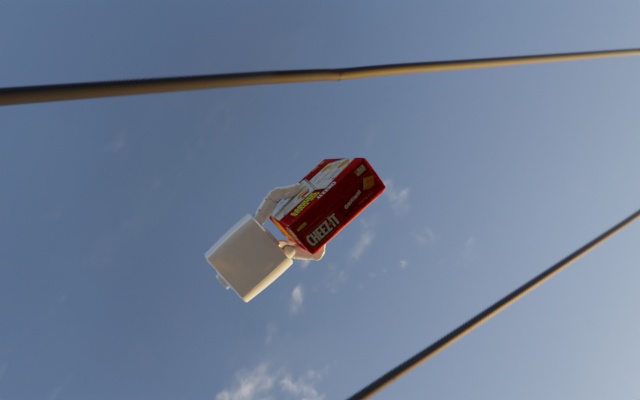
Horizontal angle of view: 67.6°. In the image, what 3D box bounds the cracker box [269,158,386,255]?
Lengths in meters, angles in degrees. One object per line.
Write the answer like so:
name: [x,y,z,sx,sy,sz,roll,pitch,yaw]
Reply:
cracker box: [0.000,0.003,0.840,0.164,0.072,0.213,-43,14,-9]
